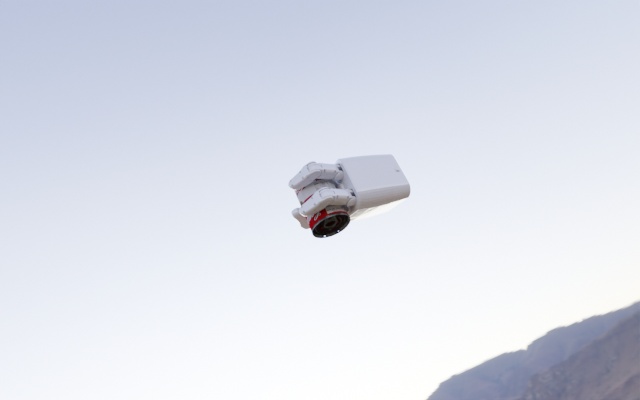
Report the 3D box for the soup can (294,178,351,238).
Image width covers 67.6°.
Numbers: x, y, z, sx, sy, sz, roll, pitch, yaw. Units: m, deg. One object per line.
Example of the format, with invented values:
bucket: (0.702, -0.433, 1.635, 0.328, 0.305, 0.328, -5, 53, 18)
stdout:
soup can: (0.000, 0.003, 0.802, 0.068, 0.102, 0.068, -18, -30, -11)
